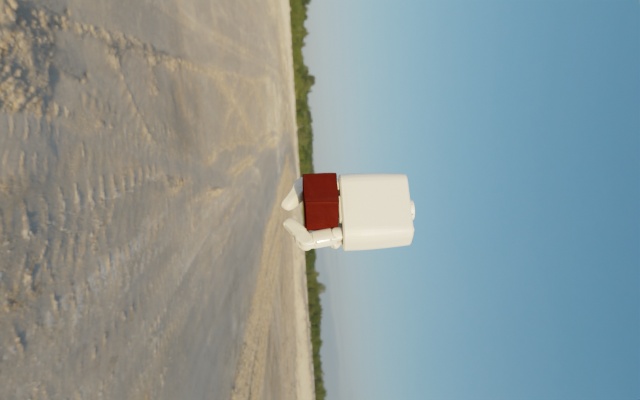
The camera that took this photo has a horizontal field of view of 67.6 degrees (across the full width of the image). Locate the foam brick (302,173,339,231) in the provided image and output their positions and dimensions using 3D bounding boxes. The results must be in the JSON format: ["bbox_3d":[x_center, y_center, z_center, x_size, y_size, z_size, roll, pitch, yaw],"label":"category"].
[{"bbox_3d":[0.000,0.002,0.707,0.051,0.053,0.078,-2,-35,-1],"label":"foam brick"}]
